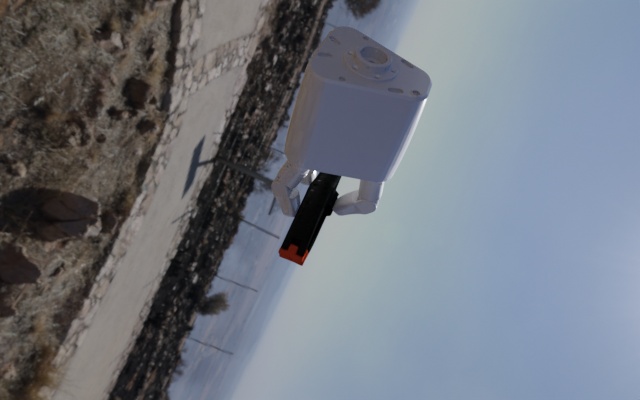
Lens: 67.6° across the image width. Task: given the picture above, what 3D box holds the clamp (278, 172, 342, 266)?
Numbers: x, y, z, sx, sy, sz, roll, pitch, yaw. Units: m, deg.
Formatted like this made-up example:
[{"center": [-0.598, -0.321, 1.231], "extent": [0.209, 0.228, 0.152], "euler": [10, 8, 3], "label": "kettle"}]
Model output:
[{"center": [0.001, 0.002, 0.572], "extent": [0.036, 0.209, 0.165], "euler": [21, -40, 5], "label": "clamp"}]
